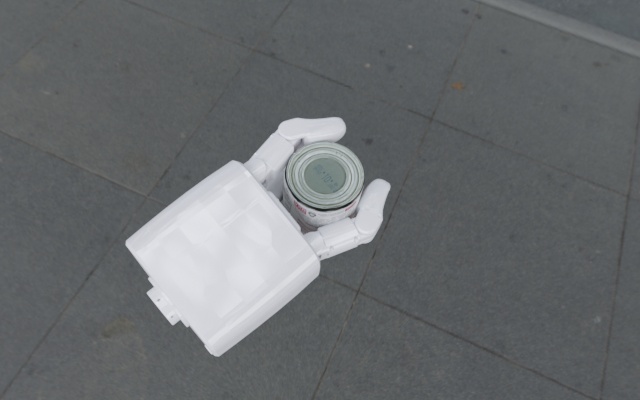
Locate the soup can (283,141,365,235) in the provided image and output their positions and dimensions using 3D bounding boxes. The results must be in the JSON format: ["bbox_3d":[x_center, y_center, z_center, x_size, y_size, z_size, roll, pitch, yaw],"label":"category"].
[{"bbox_3d":[0.001,0.001,0.435,0.068,0.068,0.102,0,-28,-5],"label":"soup can"}]
